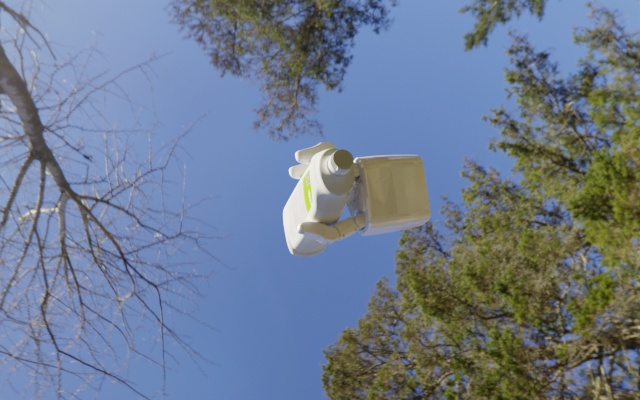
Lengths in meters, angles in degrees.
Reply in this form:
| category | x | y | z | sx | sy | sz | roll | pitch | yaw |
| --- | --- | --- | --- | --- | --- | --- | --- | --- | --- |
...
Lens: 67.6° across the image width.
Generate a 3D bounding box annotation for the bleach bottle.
| category | x | y | z | sx | sy | sz | roll | pitch | yaw |
| --- | --- | --- | --- | --- | --- | --- | --- | --- | --- |
| bleach bottle | 0.000 | 0.002 | 0.715 | 0.068 | 0.102 | 0.251 | -7 | -20 | -18 |
